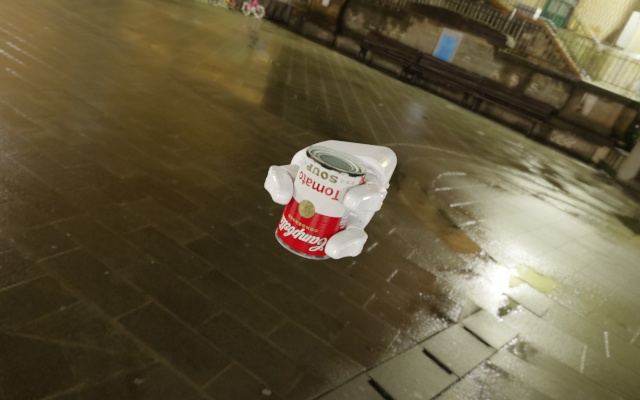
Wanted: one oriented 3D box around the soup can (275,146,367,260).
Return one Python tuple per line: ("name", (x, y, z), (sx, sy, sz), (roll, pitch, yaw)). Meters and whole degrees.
("soup can", (0.000, 0.001, 0.505), (0.068, 0.102, 0.068), (19, 22, -8))
